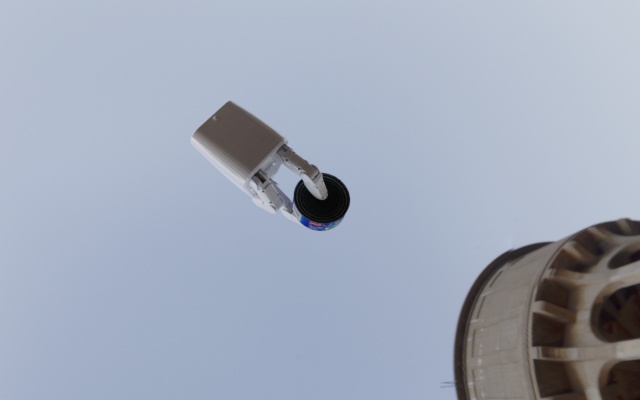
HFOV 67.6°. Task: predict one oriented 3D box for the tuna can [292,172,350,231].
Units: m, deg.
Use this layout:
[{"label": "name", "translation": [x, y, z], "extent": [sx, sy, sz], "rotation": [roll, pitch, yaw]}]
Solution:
[{"label": "tuna can", "translation": [0.000, 0.003, 0.724], "extent": [0.086, 0.086, 0.034], "rotation": [0, -27, -9]}]
